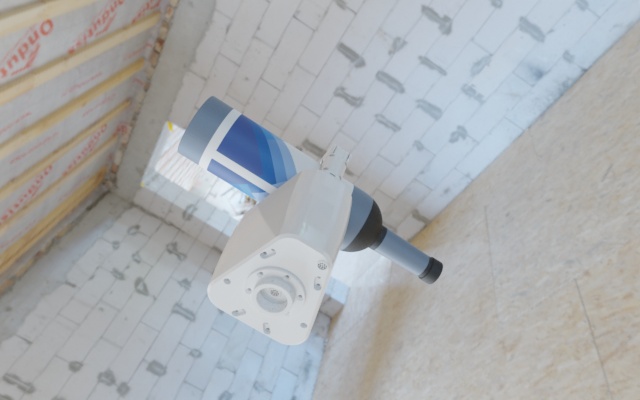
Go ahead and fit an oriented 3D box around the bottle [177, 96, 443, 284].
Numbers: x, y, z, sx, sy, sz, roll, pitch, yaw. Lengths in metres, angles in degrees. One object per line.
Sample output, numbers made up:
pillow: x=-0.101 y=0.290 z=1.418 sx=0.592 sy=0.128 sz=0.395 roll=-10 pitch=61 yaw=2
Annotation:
bottle: x=0.000 y=0.001 z=0.493 sx=0.296 sy=0.069 sz=0.069 roll=32 pitch=-5 yaw=-8
